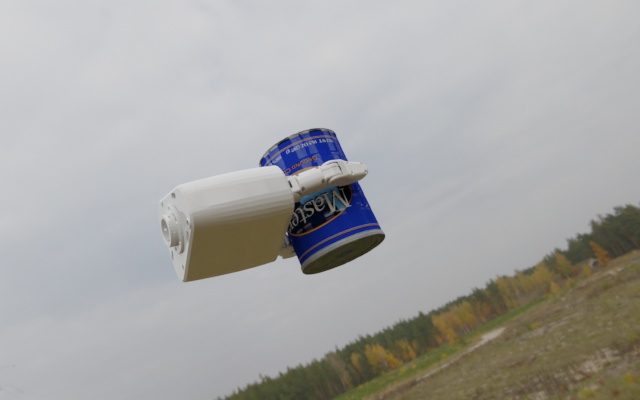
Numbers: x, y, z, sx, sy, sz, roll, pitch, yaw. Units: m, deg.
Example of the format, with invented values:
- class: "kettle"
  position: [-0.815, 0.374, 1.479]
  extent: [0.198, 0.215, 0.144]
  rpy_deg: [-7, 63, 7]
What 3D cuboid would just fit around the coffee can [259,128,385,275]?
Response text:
- class: "coffee can"
  position: [0.000, 0.002, 0.560]
  extent: [0.103, 0.140, 0.103]
  rpy_deg: [-22, -18, -8]
